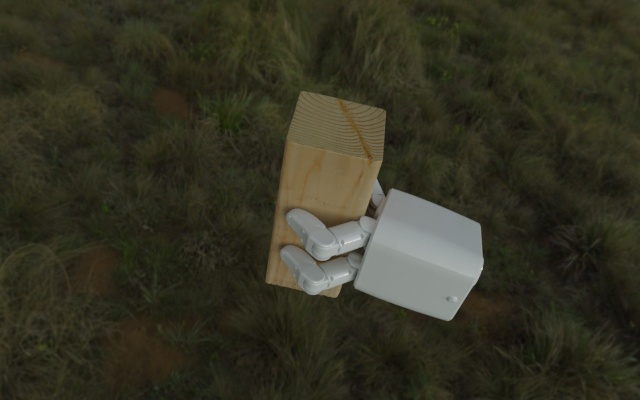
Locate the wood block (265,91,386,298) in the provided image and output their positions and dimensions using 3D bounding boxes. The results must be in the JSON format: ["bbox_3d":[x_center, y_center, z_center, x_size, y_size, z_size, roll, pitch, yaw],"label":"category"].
[{"bbox_3d":[0.001,0.001,0.517,0.090,0.206,0.090,12,42,-1],"label":"wood block"}]
